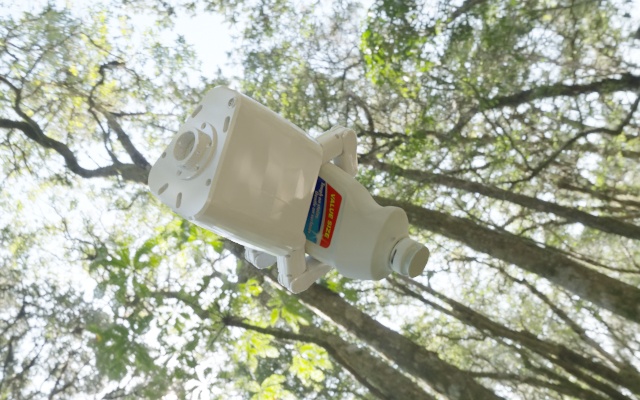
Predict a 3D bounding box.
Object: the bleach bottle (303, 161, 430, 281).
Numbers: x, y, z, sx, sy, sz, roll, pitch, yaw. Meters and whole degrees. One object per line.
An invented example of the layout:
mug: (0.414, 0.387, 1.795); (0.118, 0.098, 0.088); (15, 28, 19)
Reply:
bleach bottle: (0.000, 0.002, 0.472); (0.250, 0.102, 0.068); (26, -1, 41)
